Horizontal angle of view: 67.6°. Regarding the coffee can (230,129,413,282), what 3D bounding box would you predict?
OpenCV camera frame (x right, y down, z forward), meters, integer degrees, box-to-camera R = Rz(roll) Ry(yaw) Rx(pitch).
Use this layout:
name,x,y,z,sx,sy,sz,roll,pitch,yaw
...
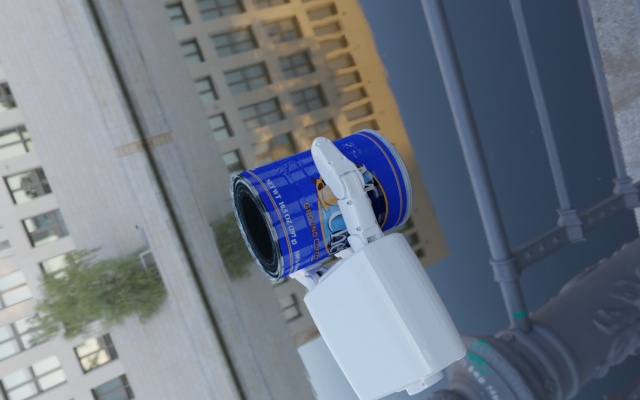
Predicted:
name,x,y,z,sx,sy,sz,roll,pitch,yaw
coffee can,0.000,0.001,0.451,0.140,0.103,0.103,-22,9,-23
